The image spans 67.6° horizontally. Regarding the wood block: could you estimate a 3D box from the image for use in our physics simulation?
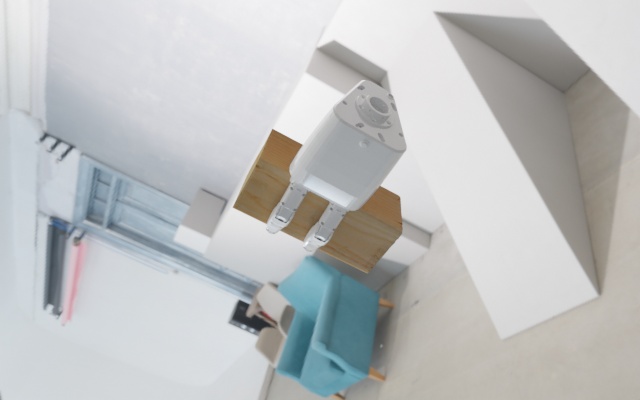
[{"bbox_3d":[0.000,0.002,0.652,0.206,0.090,0.090,27,33,-11],"label":"wood block"}]
